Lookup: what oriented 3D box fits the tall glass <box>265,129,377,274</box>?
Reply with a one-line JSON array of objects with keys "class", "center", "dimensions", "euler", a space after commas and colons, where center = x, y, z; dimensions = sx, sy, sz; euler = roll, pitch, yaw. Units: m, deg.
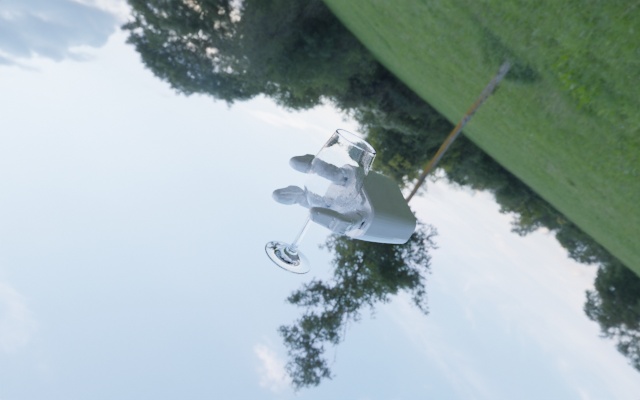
[{"class": "tall glass", "center": [0.000, 0.003, 0.660], "dimensions": [0.079, 0.201, 0.079], "euler": [27, 20, -11]}]
